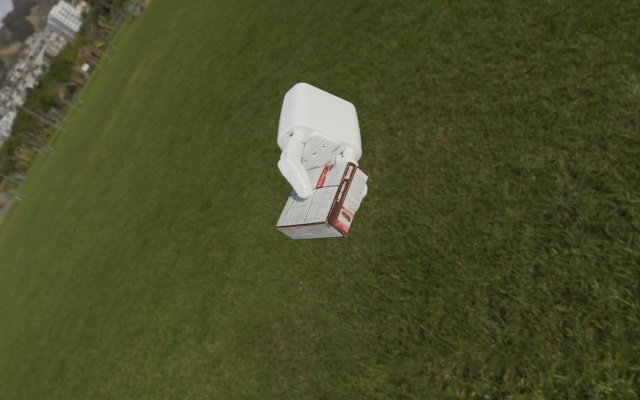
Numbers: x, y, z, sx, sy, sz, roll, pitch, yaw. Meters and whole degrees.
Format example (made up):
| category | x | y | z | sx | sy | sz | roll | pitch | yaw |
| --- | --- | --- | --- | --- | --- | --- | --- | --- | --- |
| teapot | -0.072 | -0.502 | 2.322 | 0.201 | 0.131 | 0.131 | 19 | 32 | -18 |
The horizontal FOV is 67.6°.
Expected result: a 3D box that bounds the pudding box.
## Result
| category | x | y | z | sx | sy | sz | roll | pitch | yaw |
| --- | --- | --- | --- | --- | --- | --- | --- | --- | --- |
| pudding box | 0.000 | 0.002 | 0.607 | 0.039 | 0.090 | 0.113 | 33 | -24 | -29 |
